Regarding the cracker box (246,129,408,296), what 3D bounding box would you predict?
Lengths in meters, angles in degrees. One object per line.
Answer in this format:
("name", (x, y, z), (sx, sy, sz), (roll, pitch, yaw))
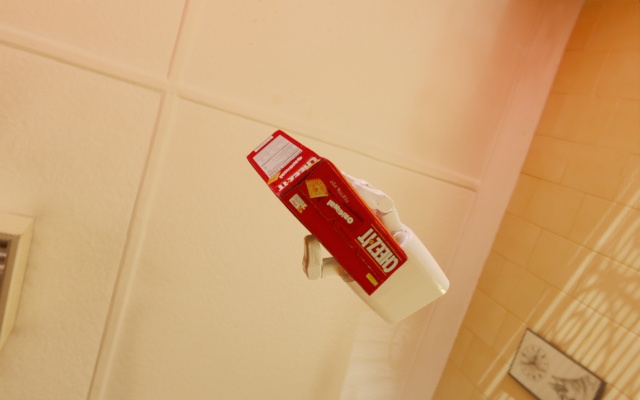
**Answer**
("cracker box", (0.000, 0.002, 0.600), (0.072, 0.164, 0.213), (-43, 24, -2))
